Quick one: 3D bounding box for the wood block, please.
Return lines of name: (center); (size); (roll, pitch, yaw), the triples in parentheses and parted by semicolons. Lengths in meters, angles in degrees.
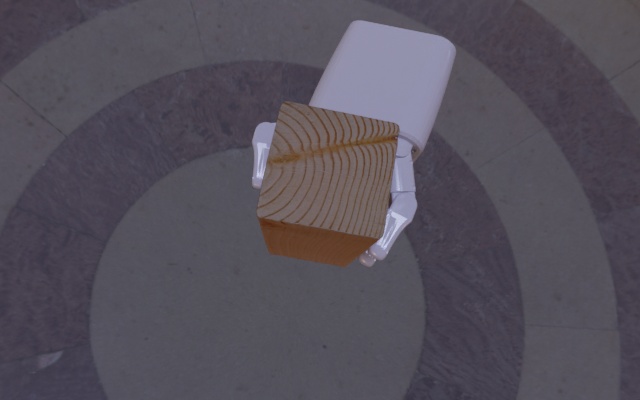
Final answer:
wood block: (0.000, 0.001, 0.435); (0.091, 0.090, 0.206); (11, -14, -1)
